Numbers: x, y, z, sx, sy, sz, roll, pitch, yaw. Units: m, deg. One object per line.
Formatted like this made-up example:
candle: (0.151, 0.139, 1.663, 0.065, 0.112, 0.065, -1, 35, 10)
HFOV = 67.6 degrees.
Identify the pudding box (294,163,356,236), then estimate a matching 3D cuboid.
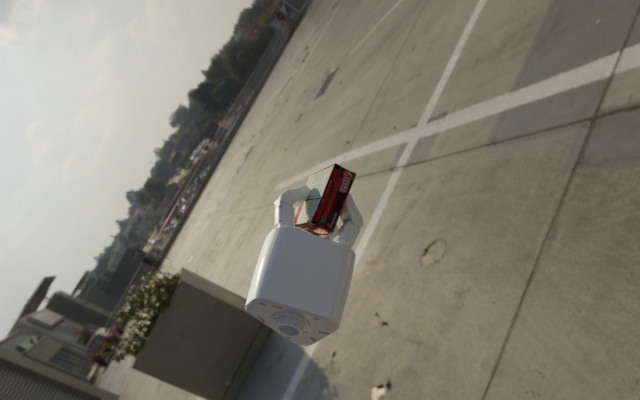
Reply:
pudding box: (0.000, 0.002, 0.674, 0.039, 0.090, 0.113, 28, -14, -17)
